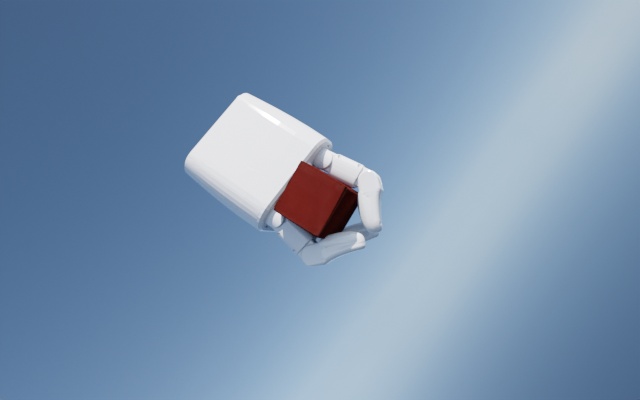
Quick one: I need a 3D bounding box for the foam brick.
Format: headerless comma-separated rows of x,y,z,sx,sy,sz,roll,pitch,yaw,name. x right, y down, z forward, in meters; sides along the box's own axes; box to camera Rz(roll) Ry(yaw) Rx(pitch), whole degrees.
0.000,0.001,0.454,0.051,0.053,0.078,32,4,15,foam brick
